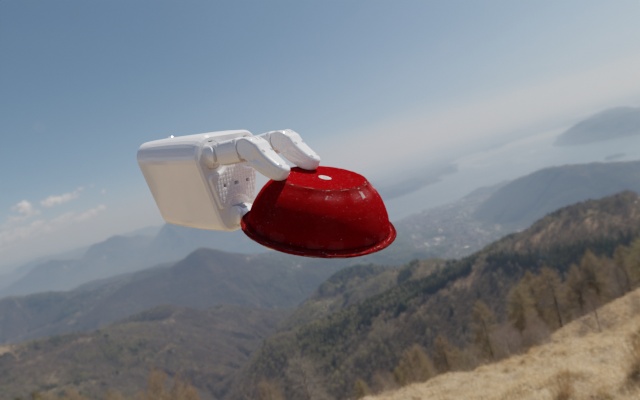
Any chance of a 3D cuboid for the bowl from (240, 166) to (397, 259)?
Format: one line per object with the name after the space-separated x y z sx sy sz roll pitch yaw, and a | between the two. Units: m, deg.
0.001 0.001 0.489 0.162 0.055 0.162 4 18 -1 | bowl
